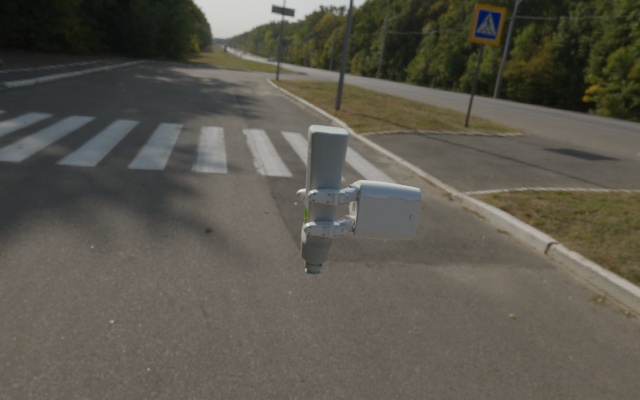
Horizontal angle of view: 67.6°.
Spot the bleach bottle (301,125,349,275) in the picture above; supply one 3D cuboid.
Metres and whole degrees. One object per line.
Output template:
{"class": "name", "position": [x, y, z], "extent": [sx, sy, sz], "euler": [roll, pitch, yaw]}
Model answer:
{"class": "bleach bottle", "position": [0.000, 0.003, 0.820], "extent": [0.068, 0.251, 0.102], "euler": [6, 15, -4]}
